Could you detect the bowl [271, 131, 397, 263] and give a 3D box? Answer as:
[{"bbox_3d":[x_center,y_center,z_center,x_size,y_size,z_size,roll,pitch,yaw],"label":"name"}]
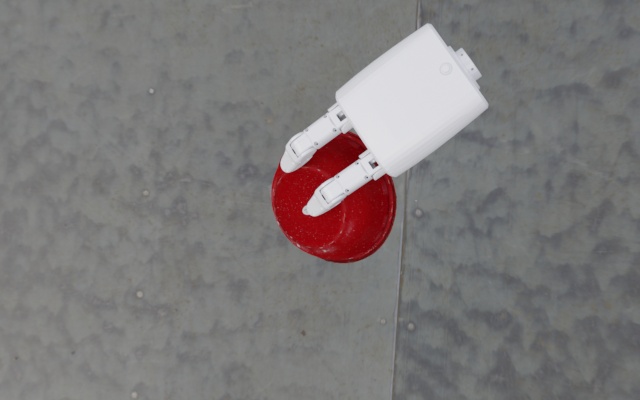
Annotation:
[{"bbox_3d":[-0.001,0.003,0.534,0.162,0.162,0.055,0,13,32],"label":"bowl"}]
